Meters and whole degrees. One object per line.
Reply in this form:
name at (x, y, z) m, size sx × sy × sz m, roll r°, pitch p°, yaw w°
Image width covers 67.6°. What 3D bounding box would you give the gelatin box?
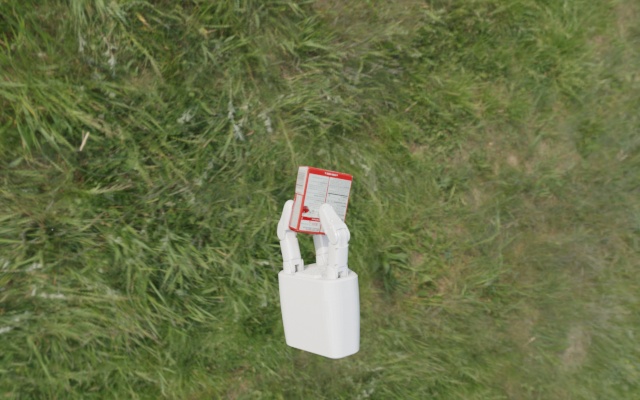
gelatin box at (0.000, 0.002, 0.654) m, size 0.073 × 0.089 × 0.030 m, roll 8°, pitch 4°, yaw -31°
